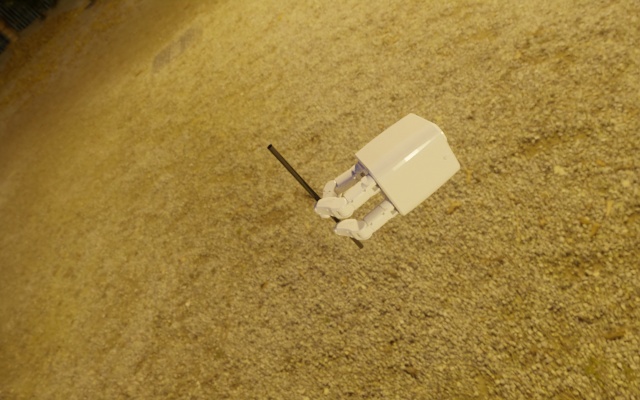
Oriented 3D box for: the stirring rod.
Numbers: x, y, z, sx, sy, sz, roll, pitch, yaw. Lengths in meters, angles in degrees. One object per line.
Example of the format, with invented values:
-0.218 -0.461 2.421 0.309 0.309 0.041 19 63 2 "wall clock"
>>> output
0.000 0.002 0.676 0.011 0.011 0.240 0 -36 41 "stirring rod"
